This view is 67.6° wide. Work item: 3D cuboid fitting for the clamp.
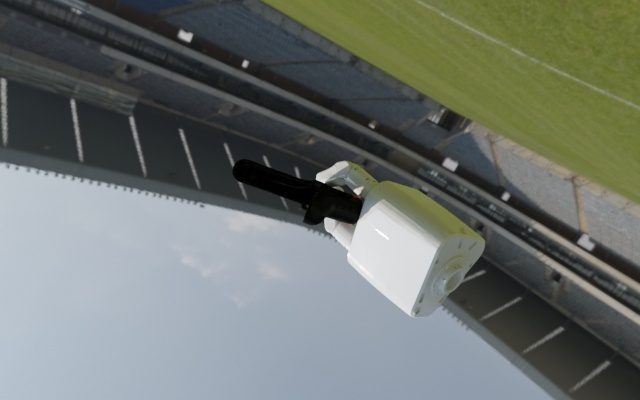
[{"bbox_3d":[0.000,0.002,0.514,0.171,0.039,0.120,12,21,-46],"label":"clamp"}]
